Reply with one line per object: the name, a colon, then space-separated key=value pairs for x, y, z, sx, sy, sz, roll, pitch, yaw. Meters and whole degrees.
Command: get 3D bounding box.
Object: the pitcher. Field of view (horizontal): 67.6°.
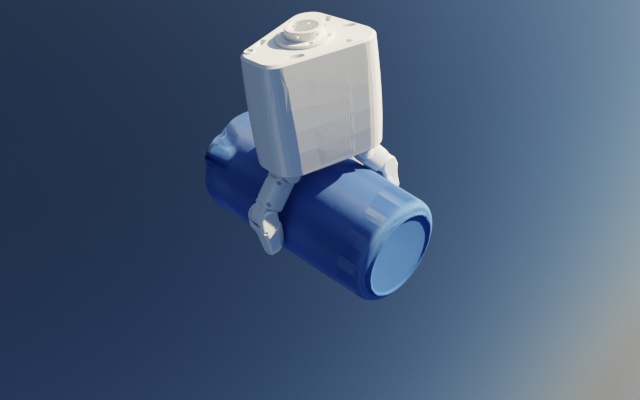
pitcher: x=0.000 y=0.002 z=0.524 sx=0.149 sy=0.145 sz=0.242 roll=-34 pitch=47 yaw=-29
